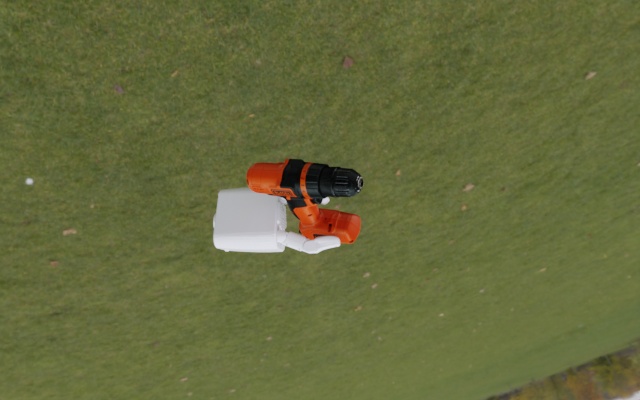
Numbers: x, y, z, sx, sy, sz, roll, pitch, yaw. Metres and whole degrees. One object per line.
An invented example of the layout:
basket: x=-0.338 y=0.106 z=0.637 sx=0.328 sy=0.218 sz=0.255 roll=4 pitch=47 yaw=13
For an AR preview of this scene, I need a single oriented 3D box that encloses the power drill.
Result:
power drill: x=0.000 y=0.003 z=0.744 sx=0.184 sy=0.057 sz=0.188 roll=6 pitch=-28 yaw=28
